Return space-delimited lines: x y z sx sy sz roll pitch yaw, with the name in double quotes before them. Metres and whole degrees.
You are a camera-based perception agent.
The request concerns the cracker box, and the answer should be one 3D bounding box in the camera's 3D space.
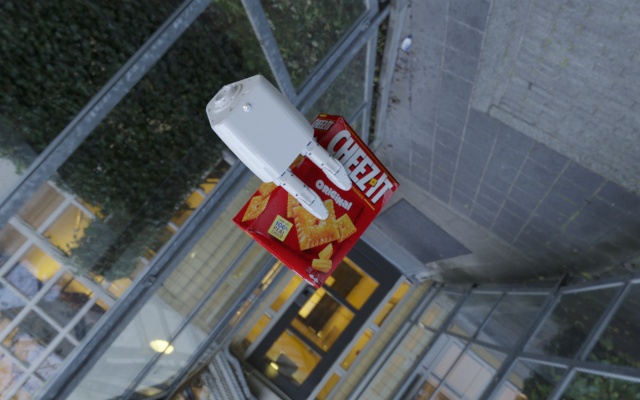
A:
"cracker box" 0.000 0.002 0.724 0.164 0.213 0.072 45 -10 -31
